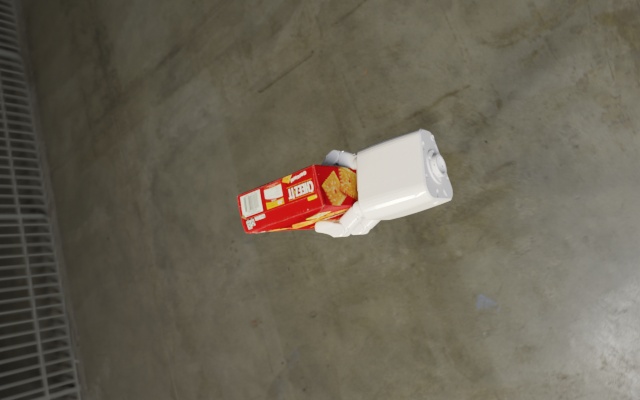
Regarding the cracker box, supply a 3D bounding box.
[{"bbox_3d":[0.000,0.002,0.781,0.164,0.072,0.214,-20,-12,35],"label":"cracker box"}]
